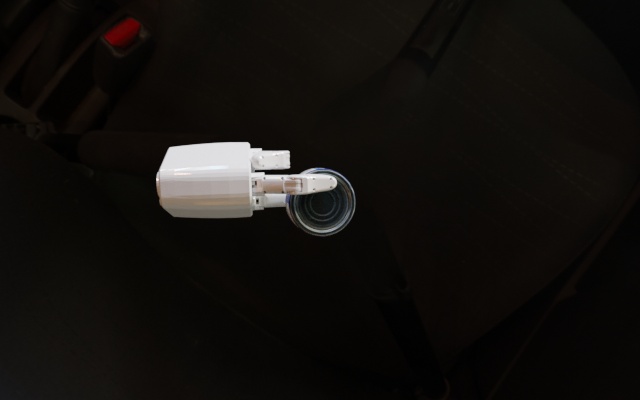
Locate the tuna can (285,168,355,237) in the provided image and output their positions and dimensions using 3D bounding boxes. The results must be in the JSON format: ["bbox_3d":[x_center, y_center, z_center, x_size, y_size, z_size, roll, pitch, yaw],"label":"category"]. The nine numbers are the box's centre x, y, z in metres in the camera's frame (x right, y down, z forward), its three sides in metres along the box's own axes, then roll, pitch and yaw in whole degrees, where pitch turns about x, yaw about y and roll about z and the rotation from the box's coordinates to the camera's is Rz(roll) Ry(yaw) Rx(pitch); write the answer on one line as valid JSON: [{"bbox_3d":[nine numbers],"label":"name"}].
[{"bbox_3d":[0.000,0.002,0.602,0.086,0.086,0.034,0,5,-11],"label":"tuna can"}]
